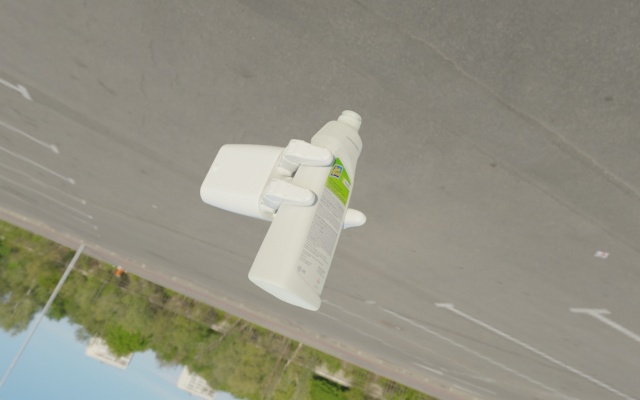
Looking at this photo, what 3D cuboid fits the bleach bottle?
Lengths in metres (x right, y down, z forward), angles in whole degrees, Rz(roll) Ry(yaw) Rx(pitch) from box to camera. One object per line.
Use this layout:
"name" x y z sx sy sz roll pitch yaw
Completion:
"bleach bottle" 0.000 0.002 0.601 0.068 0.250 0.103 10 -23 32
